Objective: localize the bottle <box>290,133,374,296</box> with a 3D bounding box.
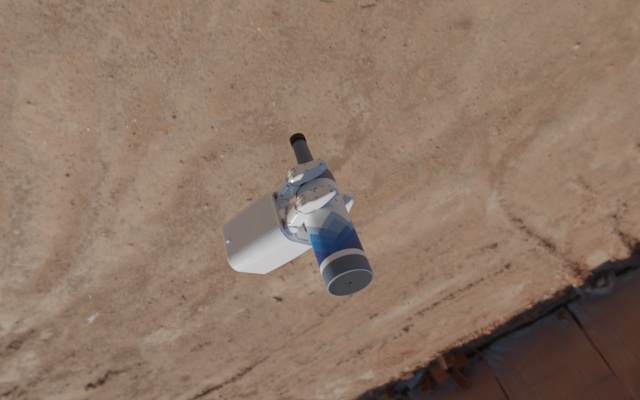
[{"bbox_3d":[0.000,0.003,0.730,0.069,0.295,0.069,-12,-39,-10],"label":"bottle"}]
